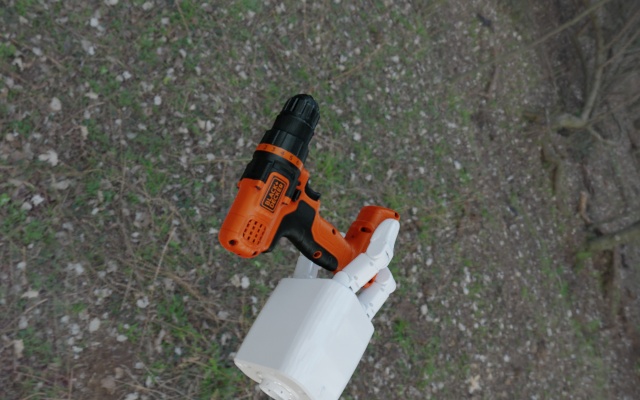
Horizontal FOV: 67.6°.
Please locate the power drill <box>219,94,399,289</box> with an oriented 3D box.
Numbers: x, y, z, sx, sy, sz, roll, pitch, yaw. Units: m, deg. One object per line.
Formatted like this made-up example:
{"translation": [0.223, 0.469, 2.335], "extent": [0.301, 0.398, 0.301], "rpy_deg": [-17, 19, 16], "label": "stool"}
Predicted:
{"translation": [0.000, 0.002, 0.525], "extent": [0.188, 0.184, 0.057], "rpy_deg": [32, -15, -28], "label": "power drill"}
